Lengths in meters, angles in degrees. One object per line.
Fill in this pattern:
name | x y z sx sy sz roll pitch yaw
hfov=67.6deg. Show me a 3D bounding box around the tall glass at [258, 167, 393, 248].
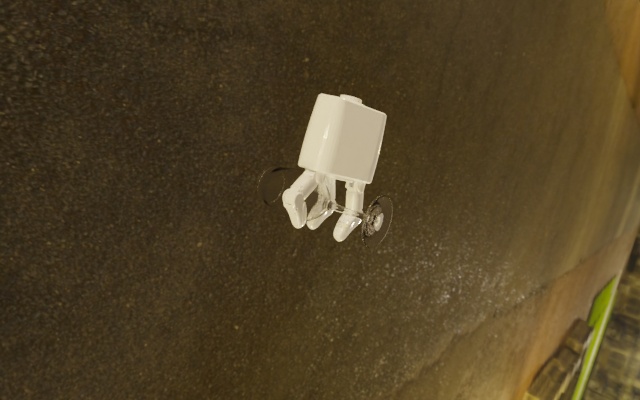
tall glass | 0.001 0.003 0.697 0.201 0.079 0.079 18 11 35
